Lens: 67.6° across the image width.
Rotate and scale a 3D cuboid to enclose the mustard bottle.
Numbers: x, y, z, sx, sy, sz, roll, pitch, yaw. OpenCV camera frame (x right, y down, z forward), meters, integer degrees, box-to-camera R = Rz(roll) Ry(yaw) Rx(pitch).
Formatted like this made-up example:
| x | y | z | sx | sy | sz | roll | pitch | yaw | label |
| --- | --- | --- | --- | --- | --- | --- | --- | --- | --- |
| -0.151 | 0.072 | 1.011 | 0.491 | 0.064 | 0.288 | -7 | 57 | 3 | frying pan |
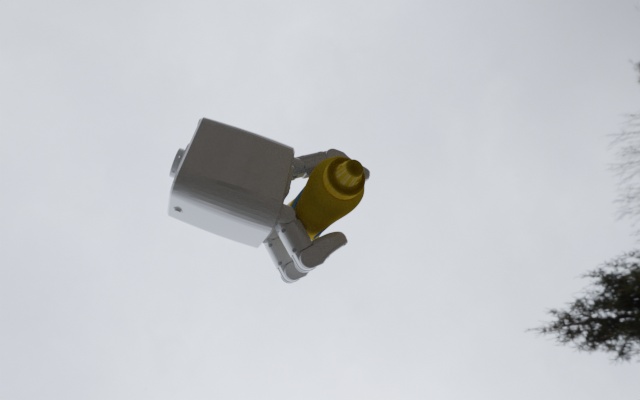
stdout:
| x | y | z | sx | sy | sz | roll | pitch | yaw | label |
| --- | --- | --- | --- | --- | --- | --- | --- | --- | --- |
| 0.000 | 0.002 | 0.525 | 0.096 | 0.058 | 0.192 | -49 | 1 | -28 | mustard bottle |
